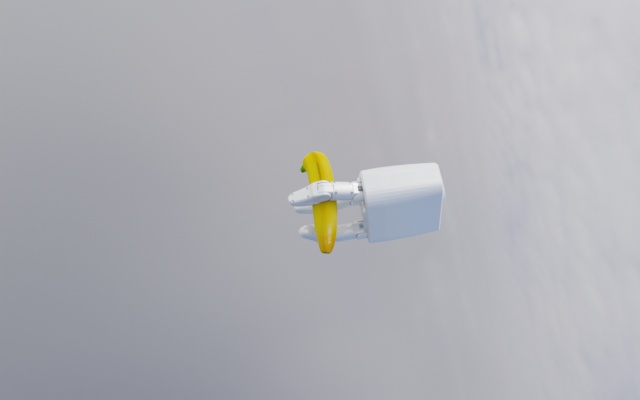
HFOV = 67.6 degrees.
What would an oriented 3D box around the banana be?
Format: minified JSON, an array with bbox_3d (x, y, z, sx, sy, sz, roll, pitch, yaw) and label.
[{"bbox_3d":[0.000,-0.014,0.686,0.037,0.070,0.197,-3,40,-8],"label":"banana"}]
